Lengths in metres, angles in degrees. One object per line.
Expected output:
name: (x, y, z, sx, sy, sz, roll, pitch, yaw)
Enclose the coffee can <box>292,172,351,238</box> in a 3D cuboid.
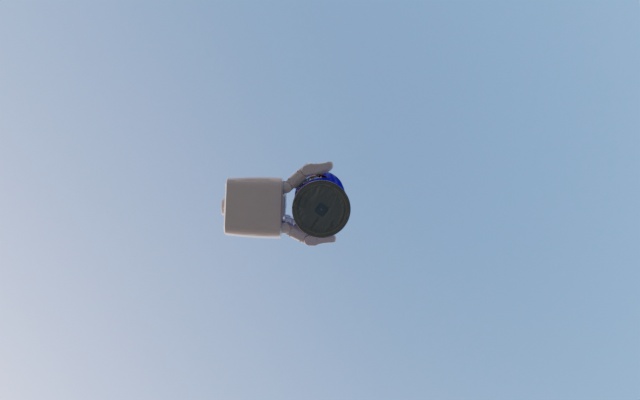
coffee can: (0.000, 0.003, 0.895, 0.103, 0.103, 0.140, 0, 11, -1)
